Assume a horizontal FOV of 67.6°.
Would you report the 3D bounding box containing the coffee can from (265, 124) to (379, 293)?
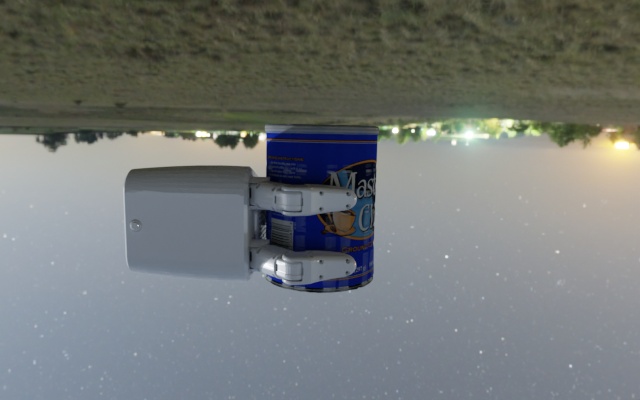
[{"bbox_3d":[0.000,0.001,0.441,0.103,0.140,0.103,1,8,0],"label":"coffee can"}]
